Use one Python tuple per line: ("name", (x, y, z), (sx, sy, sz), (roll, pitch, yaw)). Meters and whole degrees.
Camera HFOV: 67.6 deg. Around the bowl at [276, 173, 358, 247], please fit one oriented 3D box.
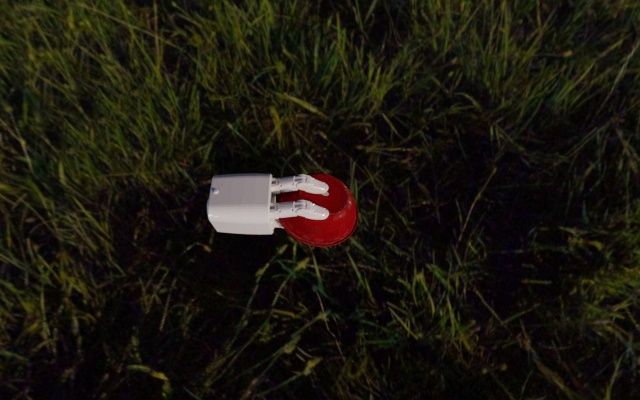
("bowl", (0.002, 0.003, 0.887), (0.162, 0.162, 0.055), (0, -34, -16))
